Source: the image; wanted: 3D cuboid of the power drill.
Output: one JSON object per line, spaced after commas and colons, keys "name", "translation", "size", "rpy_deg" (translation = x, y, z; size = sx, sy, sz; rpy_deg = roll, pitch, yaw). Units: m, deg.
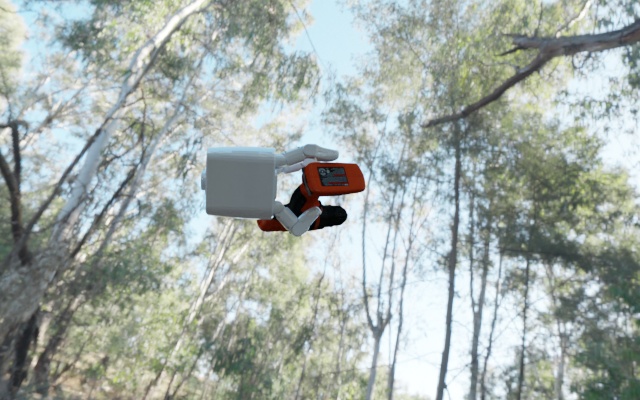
{"name": "power drill", "translation": [0.000, 0.002, 0.834], "size": [0.184, 0.057, 0.188], "rpy_deg": [-4, -25, -31]}
